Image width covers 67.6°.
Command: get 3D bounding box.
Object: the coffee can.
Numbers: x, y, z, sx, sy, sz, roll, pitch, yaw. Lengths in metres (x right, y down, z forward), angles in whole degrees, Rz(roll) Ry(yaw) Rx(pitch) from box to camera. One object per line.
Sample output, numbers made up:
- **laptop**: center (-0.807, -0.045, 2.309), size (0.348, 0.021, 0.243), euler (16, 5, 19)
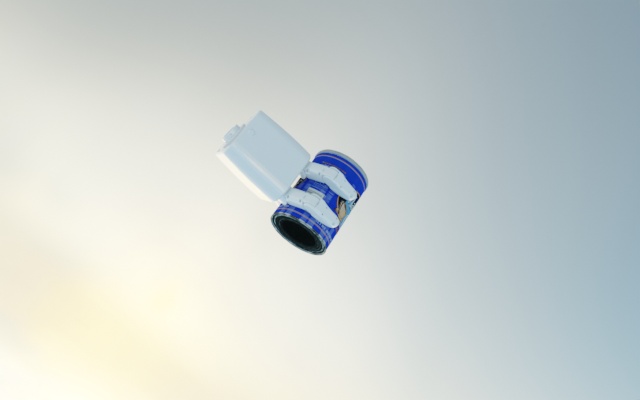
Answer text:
- **coffee can**: center (0.000, 0.003, 0.770), size (0.103, 0.140, 0.103), euler (27, -27, 15)
